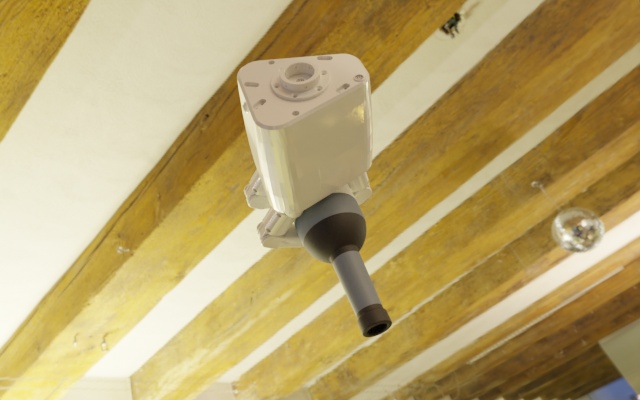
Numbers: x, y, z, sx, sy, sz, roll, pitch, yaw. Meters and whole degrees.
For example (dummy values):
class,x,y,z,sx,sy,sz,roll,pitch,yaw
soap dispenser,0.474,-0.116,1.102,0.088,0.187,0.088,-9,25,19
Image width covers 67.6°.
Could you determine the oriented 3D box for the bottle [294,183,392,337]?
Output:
class,x,y,z,sx,sy,sz,roll,pitch,yaw
bottle,0.000,0.001,0.490,0.069,0.295,0.069,-15,-38,-12
